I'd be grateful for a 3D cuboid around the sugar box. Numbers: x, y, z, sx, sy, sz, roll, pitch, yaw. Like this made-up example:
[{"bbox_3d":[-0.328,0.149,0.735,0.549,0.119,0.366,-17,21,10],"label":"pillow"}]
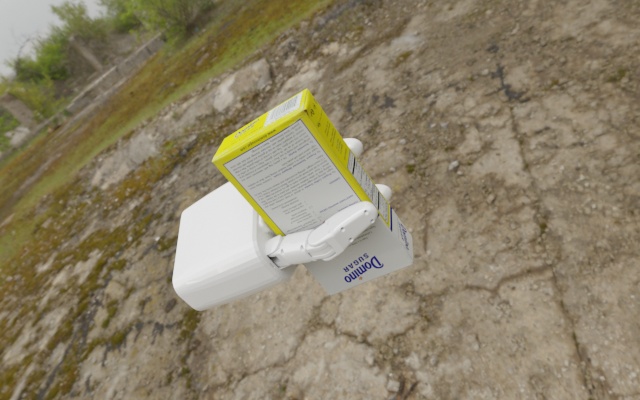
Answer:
[{"bbox_3d":[0.000,0.001,0.419,0.093,0.176,0.048,-25,31,23],"label":"sugar box"}]
